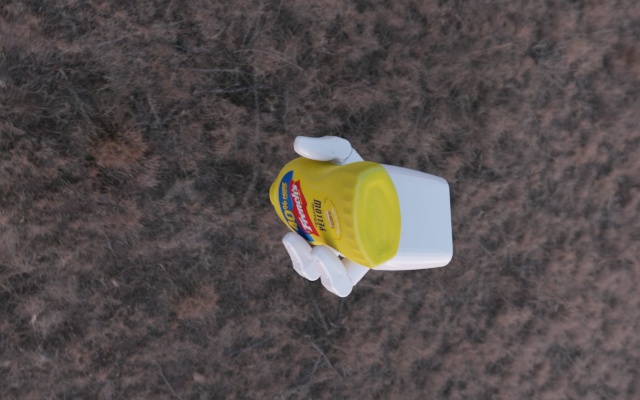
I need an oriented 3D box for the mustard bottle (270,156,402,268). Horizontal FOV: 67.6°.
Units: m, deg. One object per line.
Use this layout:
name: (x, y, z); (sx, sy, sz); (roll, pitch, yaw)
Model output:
mustard bottle: (0.000, 0.002, 0.503); (0.058, 0.096, 0.191); (-23, 21, -29)
